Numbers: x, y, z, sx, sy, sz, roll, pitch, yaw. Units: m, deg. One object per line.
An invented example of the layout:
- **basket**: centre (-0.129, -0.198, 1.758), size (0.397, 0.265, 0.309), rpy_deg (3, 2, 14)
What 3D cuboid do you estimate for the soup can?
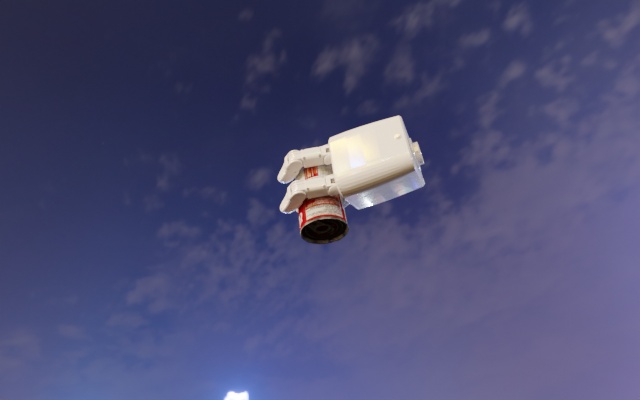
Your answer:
- **soup can**: centre (0.000, 0.002, 0.689), size (0.068, 0.102, 0.069), rpy_deg (-5, -35, -4)
